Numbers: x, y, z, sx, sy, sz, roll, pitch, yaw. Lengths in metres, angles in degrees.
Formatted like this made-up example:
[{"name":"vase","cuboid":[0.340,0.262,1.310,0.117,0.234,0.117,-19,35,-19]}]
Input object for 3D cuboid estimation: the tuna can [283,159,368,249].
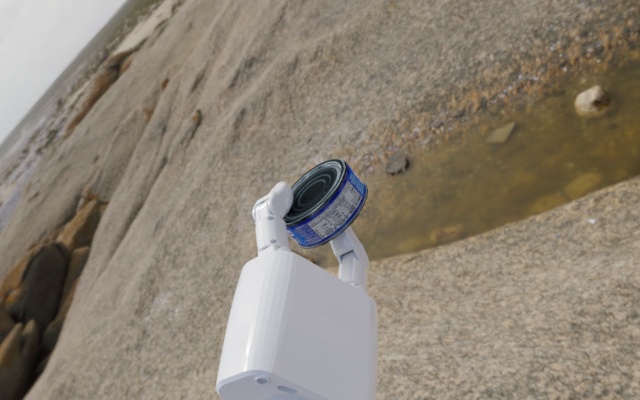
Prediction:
[{"name":"tuna can","cuboid":[0.000,0.001,0.444,0.034,0.086,0.086,47,-24,-24]}]
